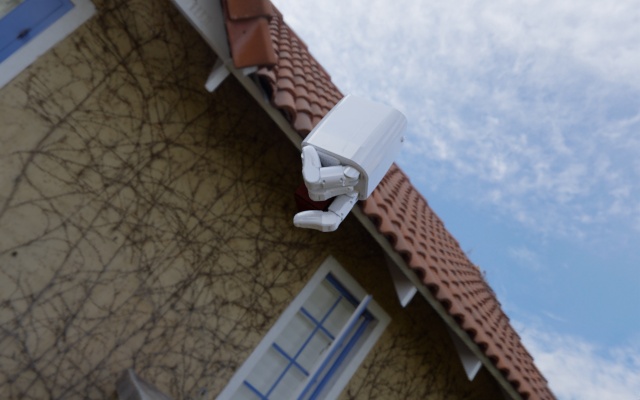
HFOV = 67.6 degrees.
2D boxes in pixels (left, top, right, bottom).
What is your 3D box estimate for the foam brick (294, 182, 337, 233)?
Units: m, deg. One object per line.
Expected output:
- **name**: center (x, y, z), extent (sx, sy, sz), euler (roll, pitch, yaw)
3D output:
- **foam brick**: center (0.000, 0.002, 0.691), extent (0.053, 0.051, 0.078), euler (32, -20, 17)
